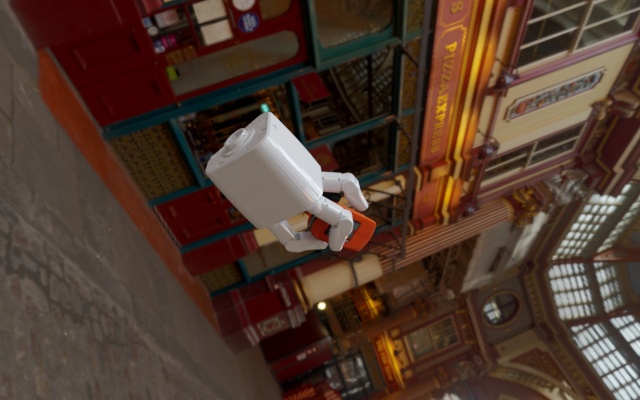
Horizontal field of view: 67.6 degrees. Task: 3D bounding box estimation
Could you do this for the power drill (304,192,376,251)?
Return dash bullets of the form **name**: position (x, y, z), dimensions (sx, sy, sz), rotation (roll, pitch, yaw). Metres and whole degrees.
- **power drill**: position (0.000, 0.002, 0.732), dimensions (0.184, 0.057, 0.187), rotation (21, 14, -41)
